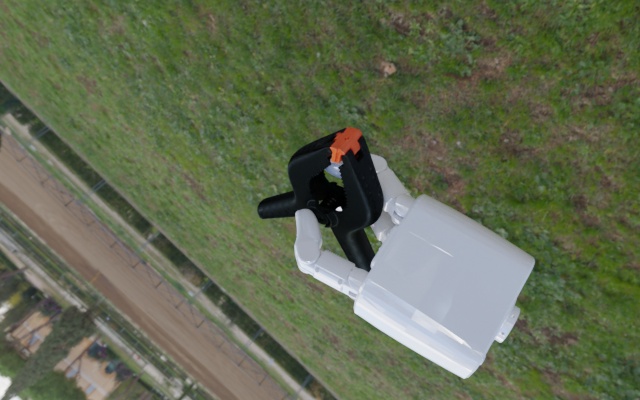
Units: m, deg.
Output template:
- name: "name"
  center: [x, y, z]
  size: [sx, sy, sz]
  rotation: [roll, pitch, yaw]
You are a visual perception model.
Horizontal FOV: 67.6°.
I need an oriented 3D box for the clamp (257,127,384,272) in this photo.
- name: "clamp"
  center: [0.000, 0.002, 0.456]
  size: [0.164, 0.036, 0.210]
  rotation: [29, -30, 17]
